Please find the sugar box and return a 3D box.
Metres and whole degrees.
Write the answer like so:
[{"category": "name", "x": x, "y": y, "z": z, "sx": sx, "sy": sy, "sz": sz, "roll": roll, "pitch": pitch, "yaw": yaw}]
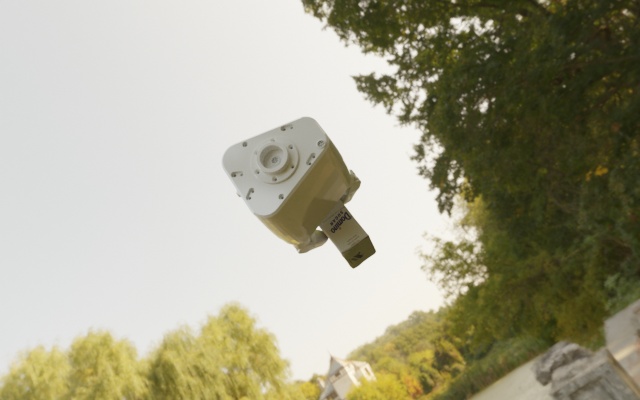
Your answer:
[{"category": "sugar box", "x": 0.000, "y": 0.002, "z": 0.618, "sx": 0.048, "sy": 0.176, "sz": 0.093, "roll": -35, "pitch": -22, "yaw": -1}]
